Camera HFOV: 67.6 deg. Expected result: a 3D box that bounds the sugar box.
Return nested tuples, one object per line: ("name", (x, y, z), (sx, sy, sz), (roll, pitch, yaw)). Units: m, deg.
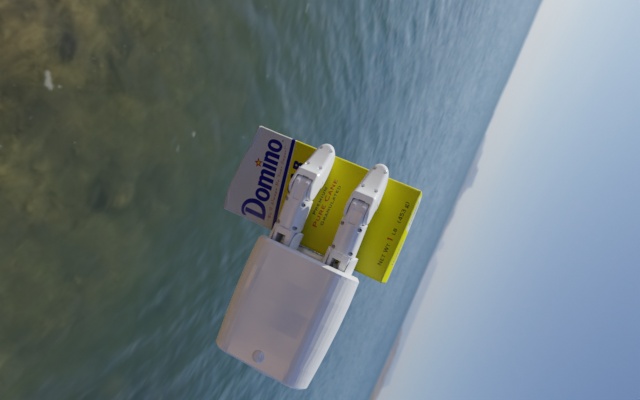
("sugar box", (0.000, 0.002, 0.466), (0.176, 0.093, 0.048), (23, -4, 15))
